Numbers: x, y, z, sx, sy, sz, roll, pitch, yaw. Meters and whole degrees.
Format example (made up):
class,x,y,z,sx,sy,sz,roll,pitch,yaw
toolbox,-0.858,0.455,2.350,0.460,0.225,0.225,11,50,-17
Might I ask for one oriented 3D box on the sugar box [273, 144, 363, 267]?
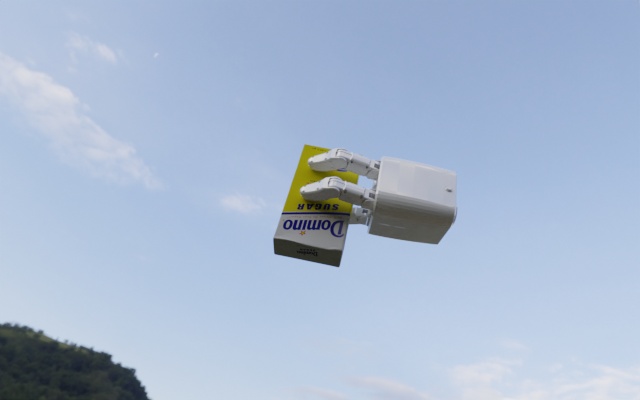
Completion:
class,x,y,z,sx,sy,sz,roll,pitch,yaw
sugar box,0.000,0.002,0.671,0.093,0.176,0.048,10,-40,5
